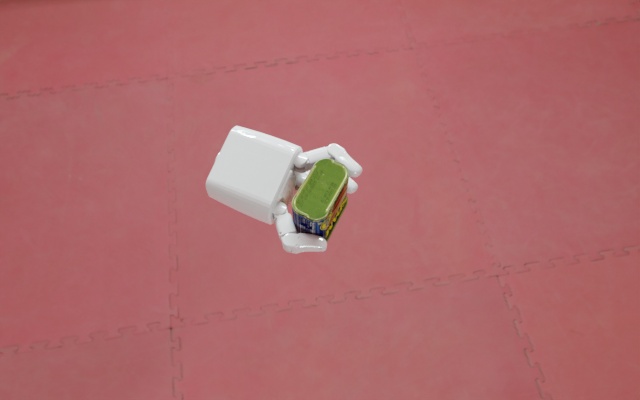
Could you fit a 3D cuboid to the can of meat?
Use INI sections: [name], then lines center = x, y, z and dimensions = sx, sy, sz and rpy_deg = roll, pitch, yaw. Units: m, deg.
[can of meat]
center = 0.000, 0.002, 0.670
dimensions = 0.057, 0.102, 0.084
rpy_deg = 24, -26, 12
